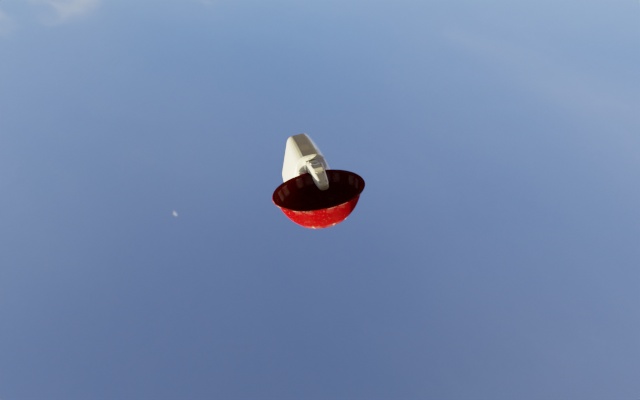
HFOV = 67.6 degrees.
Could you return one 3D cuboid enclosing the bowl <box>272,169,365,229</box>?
[{"bbox_3d":[0.000,0.004,0.830,0.162,0.055,0.162,-8,26,4],"label":"bowl"}]
